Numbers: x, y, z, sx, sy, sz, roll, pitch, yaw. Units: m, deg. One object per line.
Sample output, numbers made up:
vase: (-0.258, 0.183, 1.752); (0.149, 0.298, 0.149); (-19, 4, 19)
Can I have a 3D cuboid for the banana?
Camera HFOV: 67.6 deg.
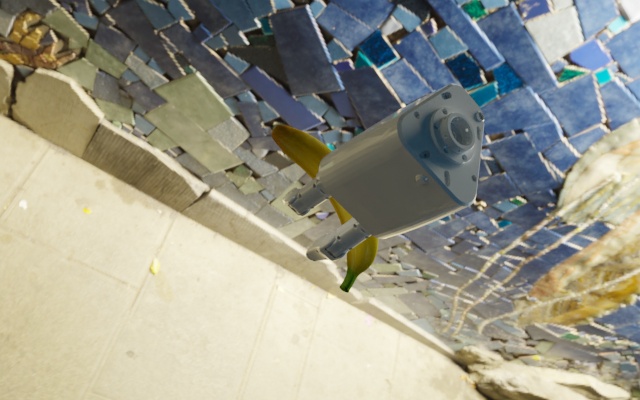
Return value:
banana: (0.016, -0.002, 0.527); (0.069, 0.198, 0.037); (-26, 1, -31)
